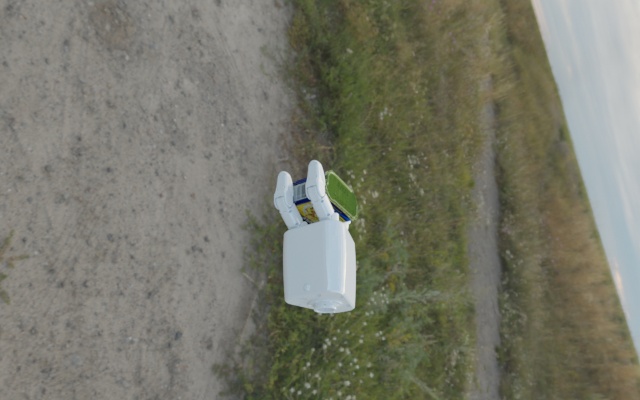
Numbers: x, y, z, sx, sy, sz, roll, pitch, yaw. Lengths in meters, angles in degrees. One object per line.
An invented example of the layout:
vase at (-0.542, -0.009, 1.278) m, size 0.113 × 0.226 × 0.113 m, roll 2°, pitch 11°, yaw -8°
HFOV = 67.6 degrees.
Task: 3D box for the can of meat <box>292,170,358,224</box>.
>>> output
can of meat at (0.000, 0.002, 0.747) m, size 0.084 × 0.057 × 0.102 m, roll -16°, pitch -35°, yaw 28°
